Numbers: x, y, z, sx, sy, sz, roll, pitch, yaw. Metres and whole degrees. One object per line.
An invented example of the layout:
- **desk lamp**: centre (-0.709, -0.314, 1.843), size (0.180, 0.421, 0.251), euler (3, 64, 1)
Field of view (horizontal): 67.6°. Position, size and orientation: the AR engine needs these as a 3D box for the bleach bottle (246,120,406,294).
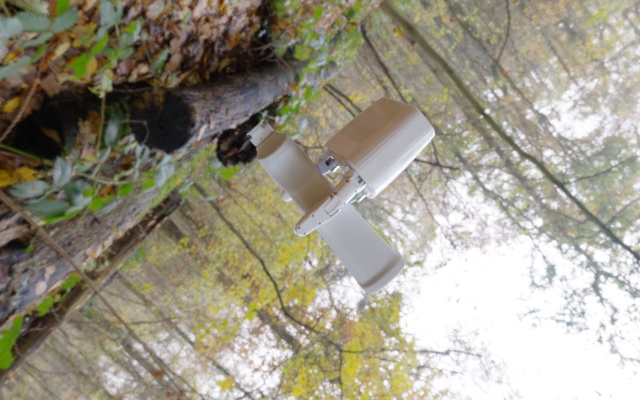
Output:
- **bleach bottle**: centre (0.000, 0.002, 0.612), size (0.068, 0.251, 0.102), euler (-41, 12, -1)
